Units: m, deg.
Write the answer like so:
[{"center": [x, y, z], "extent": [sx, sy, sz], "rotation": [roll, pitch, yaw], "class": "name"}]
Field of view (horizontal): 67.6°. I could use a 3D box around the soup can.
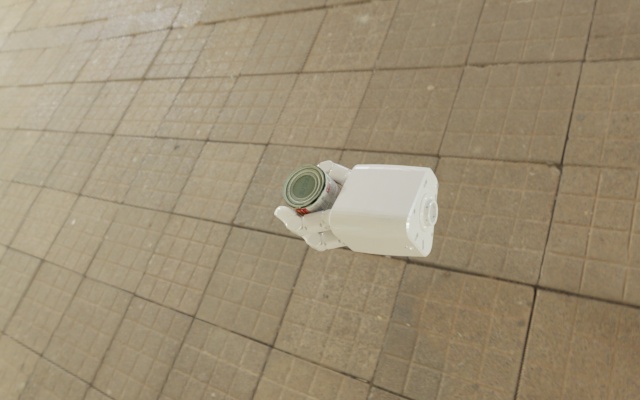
[{"center": [0.000, 0.002, 0.676], "extent": [0.068, 0.068, 0.102], "rotation": [0, -26, 31], "class": "soup can"}]
